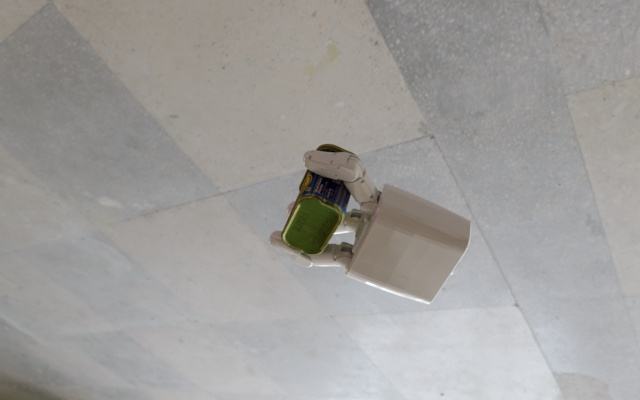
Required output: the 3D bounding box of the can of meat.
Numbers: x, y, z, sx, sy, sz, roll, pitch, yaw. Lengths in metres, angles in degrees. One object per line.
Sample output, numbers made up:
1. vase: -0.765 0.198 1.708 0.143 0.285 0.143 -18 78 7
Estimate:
1. can of meat: 0.000 0.002 0.539 0.057 0.084 0.102 24 -42 -4
